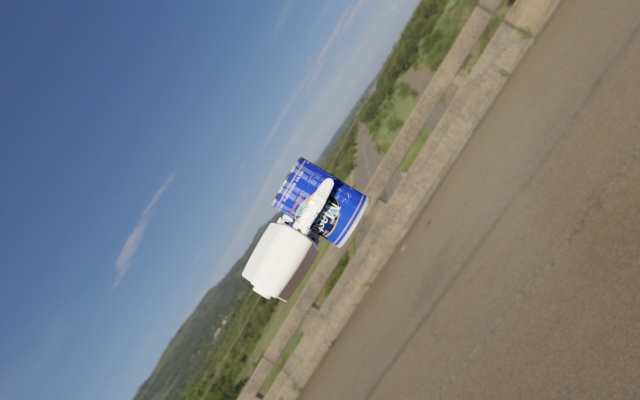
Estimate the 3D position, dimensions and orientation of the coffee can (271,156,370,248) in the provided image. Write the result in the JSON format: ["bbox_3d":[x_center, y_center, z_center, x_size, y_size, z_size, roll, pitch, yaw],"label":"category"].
[{"bbox_3d":[0.000,0.003,0.828,0.140,0.103,0.103,31,-1,-1],"label":"coffee can"}]
